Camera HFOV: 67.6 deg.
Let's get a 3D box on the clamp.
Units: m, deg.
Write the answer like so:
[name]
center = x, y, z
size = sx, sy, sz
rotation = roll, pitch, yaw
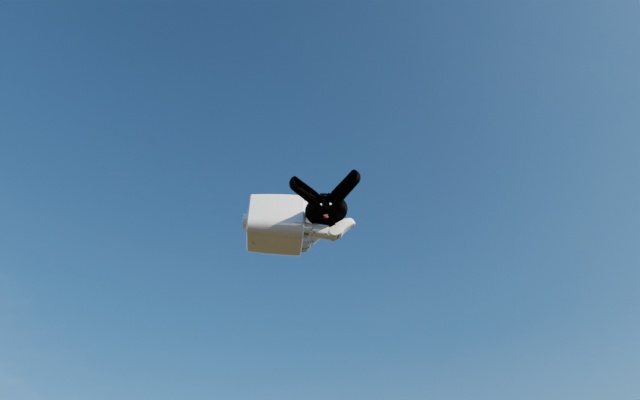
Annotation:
[clamp]
center = 0.000, 0.002, 0.862
size = 0.120, 0.039, 0.172
rotation = 3, -37, -6
